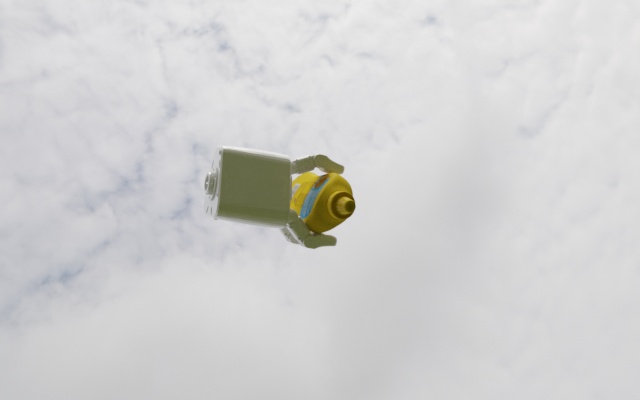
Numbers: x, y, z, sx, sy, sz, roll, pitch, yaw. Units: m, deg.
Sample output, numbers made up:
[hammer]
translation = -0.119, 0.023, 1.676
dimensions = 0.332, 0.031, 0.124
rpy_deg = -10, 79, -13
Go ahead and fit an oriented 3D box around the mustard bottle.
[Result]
[mustard bottle]
translation = 0.000, 0.003, 0.744
dimensions = 0.058, 0.096, 0.191
rpy_deg = 36, -12, -23
